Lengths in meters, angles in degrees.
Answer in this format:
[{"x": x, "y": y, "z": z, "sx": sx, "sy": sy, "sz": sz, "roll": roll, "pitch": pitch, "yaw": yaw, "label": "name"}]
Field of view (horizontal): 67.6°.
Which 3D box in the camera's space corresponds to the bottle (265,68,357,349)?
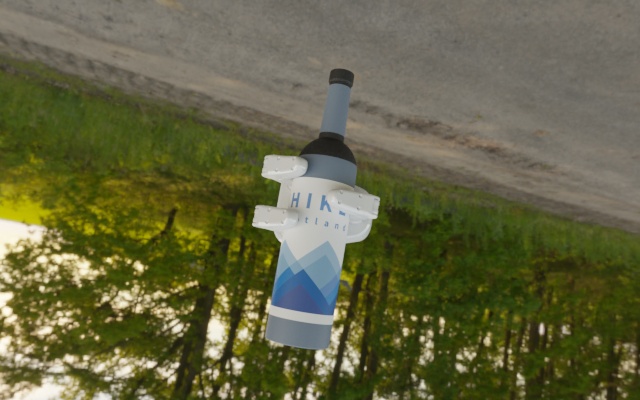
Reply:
[{"x": 0.000, "y": 0.002, "z": 0.510, "sx": 0.069, "sy": 0.295, "sz": 0.069, "roll": 9, "pitch": -9, "yaw": 1, "label": "bottle"}]
